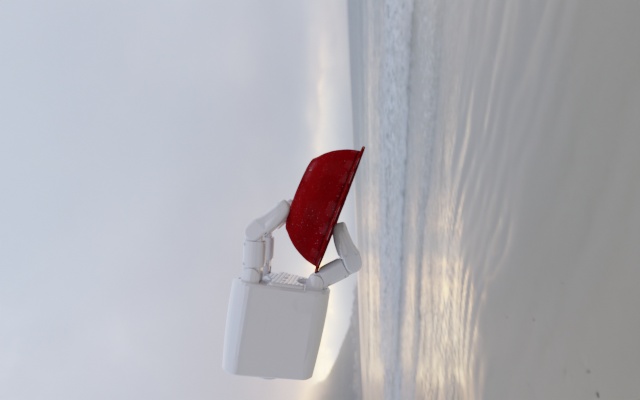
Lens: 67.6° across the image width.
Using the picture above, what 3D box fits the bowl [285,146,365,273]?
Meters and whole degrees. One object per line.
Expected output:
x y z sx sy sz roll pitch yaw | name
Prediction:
0.000 0.000 0.572 0.055 0.162 0.162 22 1 4 | bowl
